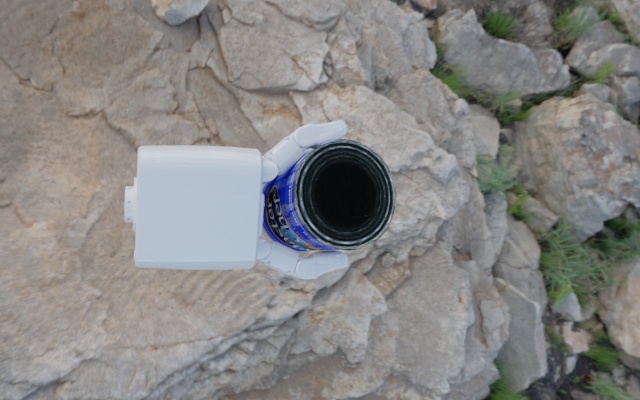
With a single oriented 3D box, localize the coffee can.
[{"bbox_3d":[0.000,0.002,0.499,0.103,0.103,0.140,0,-6,-21],"label":"coffee can"}]
